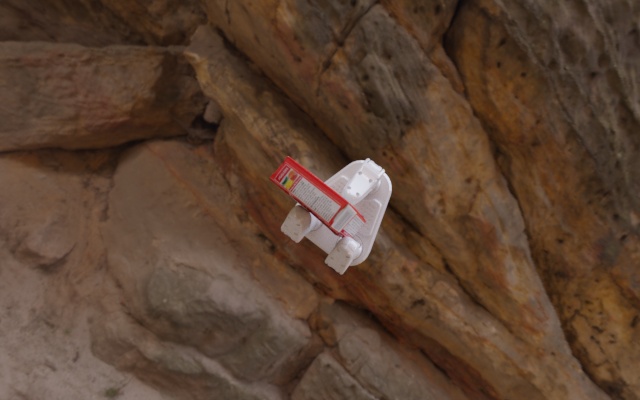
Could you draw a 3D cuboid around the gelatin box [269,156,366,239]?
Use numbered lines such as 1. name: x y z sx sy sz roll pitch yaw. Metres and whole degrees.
1. gelatin box: 0.000 0.001 0.448 0.073 0.030 0.089 39 -1 20
